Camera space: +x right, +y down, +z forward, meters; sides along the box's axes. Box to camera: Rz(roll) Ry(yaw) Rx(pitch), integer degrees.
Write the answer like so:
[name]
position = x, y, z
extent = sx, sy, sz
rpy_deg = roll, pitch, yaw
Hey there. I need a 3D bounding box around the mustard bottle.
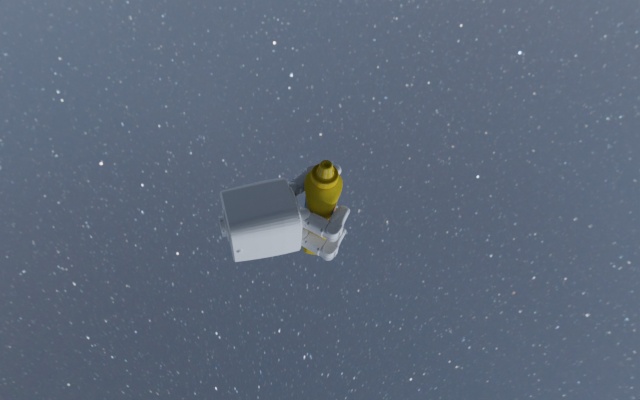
[mustard bottle]
position = 0.000, 0.003, 0.760
extent = 0.058, 0.096, 0.192
rpy_deg = 9, -35, 1
